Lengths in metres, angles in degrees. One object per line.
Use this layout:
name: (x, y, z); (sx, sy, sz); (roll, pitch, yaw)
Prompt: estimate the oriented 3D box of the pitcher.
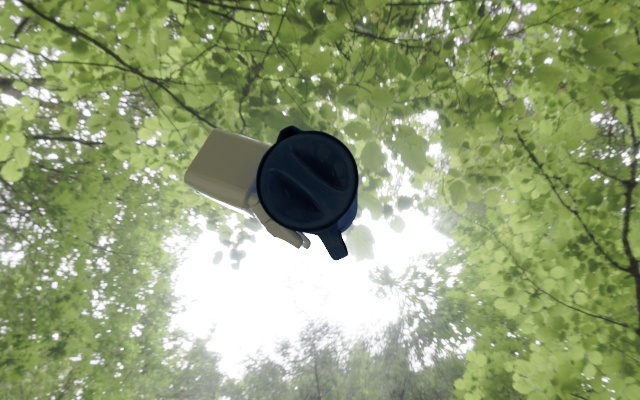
pitcher: (0.000, 0.002, 0.717); (0.145, 0.149, 0.243); (20, -6, 11)
